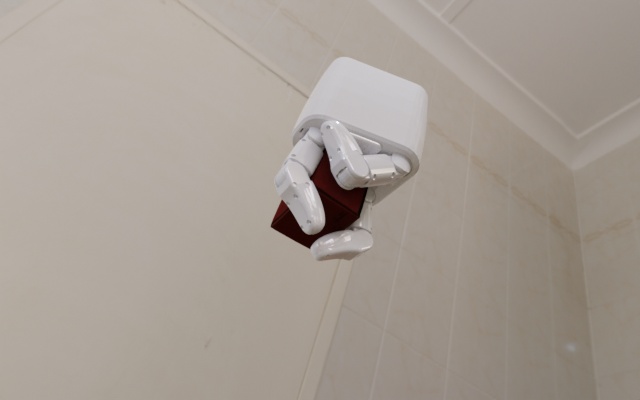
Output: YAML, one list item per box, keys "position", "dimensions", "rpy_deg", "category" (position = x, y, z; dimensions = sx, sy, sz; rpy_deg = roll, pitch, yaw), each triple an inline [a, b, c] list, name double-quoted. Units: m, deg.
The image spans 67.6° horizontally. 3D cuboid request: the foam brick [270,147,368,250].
- position: [0.000, 0.002, 0.436]
  dimensions: [0.053, 0.051, 0.078]
  rpy_deg: [32, -42, -15]
  category: "foam brick"
